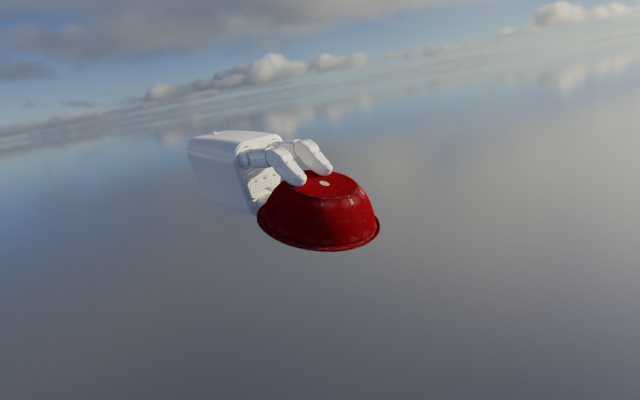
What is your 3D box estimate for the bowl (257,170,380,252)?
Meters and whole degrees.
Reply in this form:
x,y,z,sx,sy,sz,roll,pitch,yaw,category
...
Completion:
x,y,z,sx,sy,sz,roll,pitch,yaw,category
0.001,0.002,0.613,0.162,0.055,0.162,5,25,-2,bowl
